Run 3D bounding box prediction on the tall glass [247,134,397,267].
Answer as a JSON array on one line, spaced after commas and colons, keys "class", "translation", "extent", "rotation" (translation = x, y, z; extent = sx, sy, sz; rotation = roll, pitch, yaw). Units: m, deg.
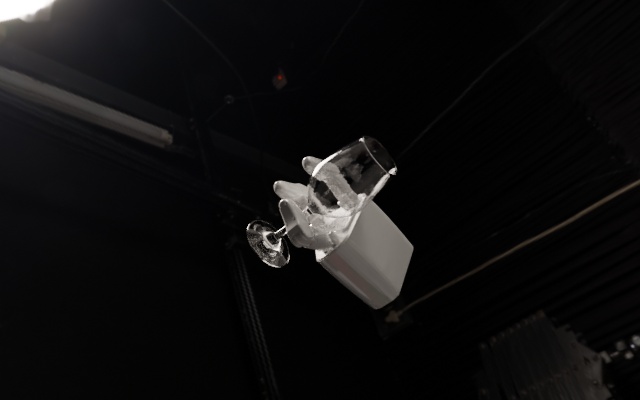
[{"class": "tall glass", "translation": [-0.001, 0.002, 0.600], "extent": [0.201, 0.079, 0.079], "rotation": [-39, -20, 26]}]
